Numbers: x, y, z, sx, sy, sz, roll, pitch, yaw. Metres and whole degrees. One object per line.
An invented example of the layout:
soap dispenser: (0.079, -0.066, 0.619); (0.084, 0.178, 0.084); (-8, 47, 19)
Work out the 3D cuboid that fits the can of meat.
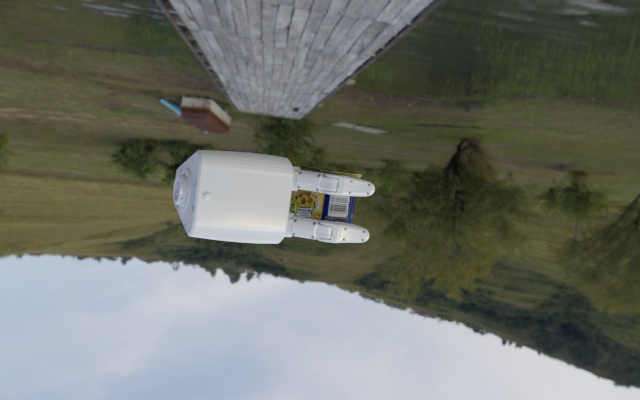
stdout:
can of meat: (0.000, 0.002, 0.599); (0.057, 0.084, 0.102); (5, 5, -33)
